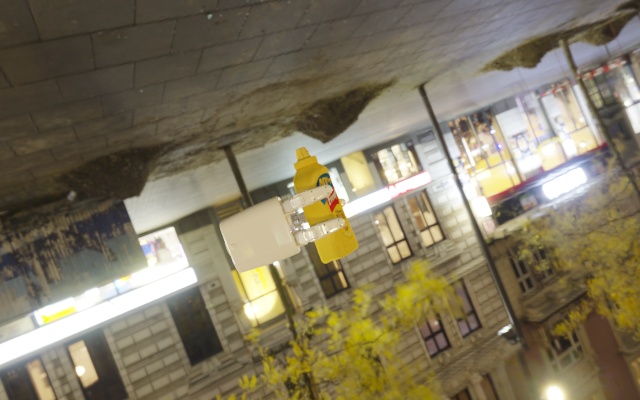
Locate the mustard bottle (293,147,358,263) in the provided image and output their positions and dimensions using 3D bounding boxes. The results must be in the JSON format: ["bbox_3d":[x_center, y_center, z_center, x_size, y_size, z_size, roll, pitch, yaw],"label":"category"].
[{"bbox_3d":[0.001,0.003,0.795,0.058,0.191,0.096,-22,-1,25],"label":"mustard bottle"}]
